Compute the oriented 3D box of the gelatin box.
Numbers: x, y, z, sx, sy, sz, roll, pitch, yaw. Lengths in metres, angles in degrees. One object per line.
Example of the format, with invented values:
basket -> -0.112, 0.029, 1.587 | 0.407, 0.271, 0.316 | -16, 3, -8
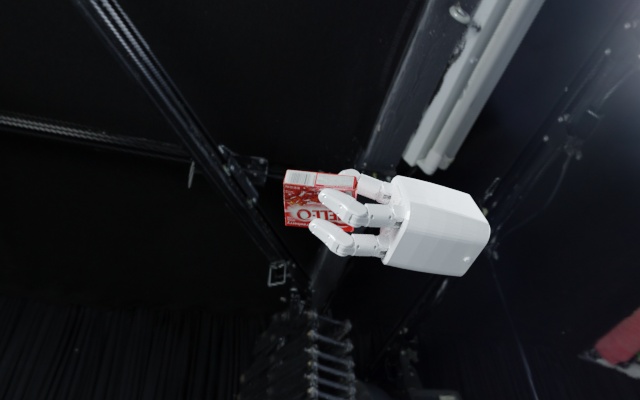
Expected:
gelatin box -> 0.000, 0.002, 0.596 | 0.089, 0.073, 0.030 | 6, 44, 5
